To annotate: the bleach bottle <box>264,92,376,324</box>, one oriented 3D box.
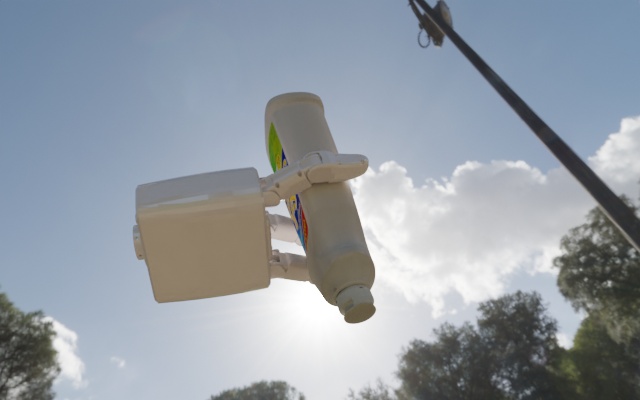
[{"bbox_3d":[0.000,0.002,0.467,0.068,0.103,0.250,-8,45,-14],"label":"bleach bottle"}]
